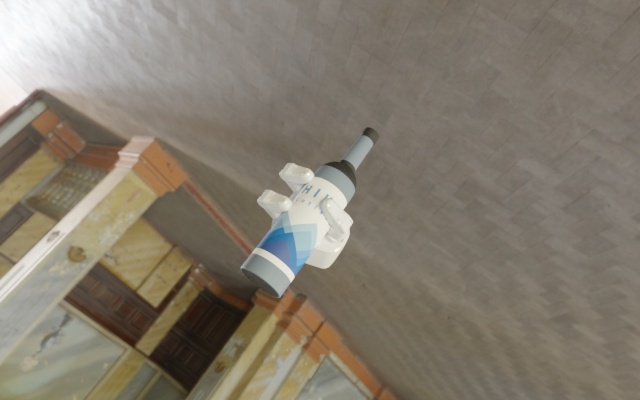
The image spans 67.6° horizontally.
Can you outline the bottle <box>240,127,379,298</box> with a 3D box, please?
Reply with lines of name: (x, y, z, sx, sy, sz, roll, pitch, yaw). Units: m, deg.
bottle: (0.000, 0.002, 0.696, 0.069, 0.295, 0.069, 30, -24, 15)
